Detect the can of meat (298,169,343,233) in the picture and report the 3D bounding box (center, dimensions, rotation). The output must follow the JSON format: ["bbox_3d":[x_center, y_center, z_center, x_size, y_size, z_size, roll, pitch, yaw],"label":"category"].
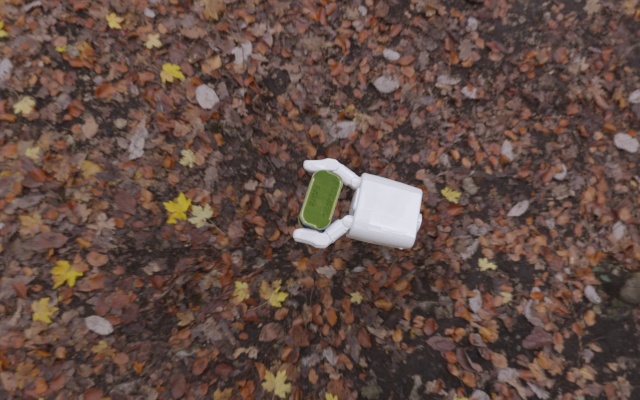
[{"bbox_3d":[0.000,0.002,0.802,0.057,0.102,0.084,18,-7,0],"label":"can of meat"}]
